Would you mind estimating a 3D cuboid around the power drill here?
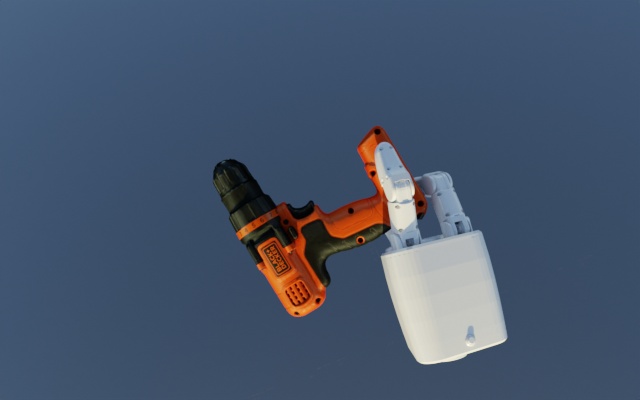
[{"bbox_3d":[0.001,0.002,0.501,0.187,0.184,0.057,-32,-1,5],"label":"power drill"}]
